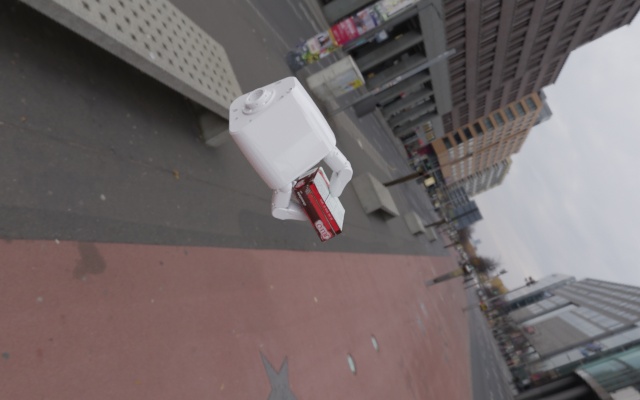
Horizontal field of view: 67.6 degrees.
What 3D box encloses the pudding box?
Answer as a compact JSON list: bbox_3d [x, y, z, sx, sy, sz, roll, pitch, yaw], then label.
[{"bbox_3d":[0.000,0.002,0.725,0.039,0.090,0.113,-26,11,13],"label":"pudding box"}]
